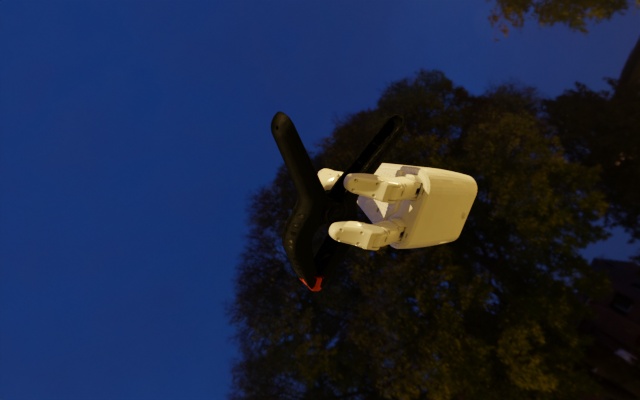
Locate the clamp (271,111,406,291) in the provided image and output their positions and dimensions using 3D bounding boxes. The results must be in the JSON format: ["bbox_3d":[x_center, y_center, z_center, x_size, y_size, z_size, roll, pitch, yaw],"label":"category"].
[{"bbox_3d":[0.000,0.002,0.501,0.164,0.210,0.036,2,24,-39],"label":"clamp"}]
